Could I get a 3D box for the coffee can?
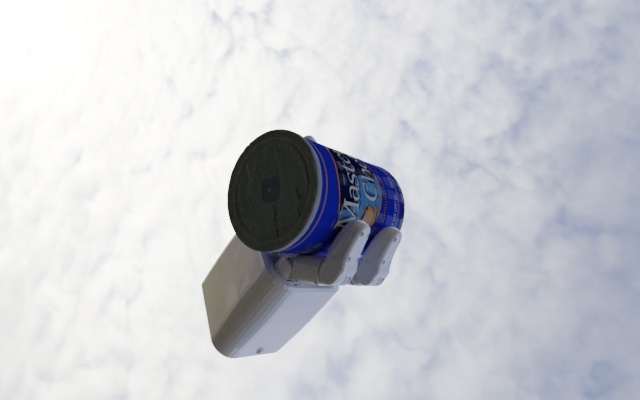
[{"bbox_3d":[0.000,0.001,0.445,0.103,0.103,0.140,0,-9,38],"label":"coffee can"}]
